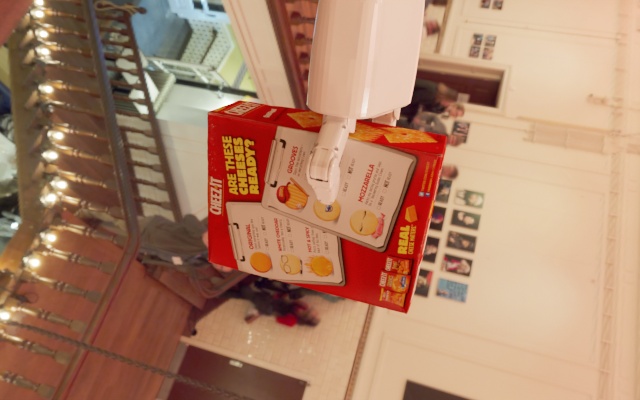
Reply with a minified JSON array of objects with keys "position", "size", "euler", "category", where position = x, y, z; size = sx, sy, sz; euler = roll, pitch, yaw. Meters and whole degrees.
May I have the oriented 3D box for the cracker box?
[{"position":[0.000,0.002,0.469],"size":[0.213,0.164,0.072],"euler":[12,25,14],"category":"cracker box"}]
